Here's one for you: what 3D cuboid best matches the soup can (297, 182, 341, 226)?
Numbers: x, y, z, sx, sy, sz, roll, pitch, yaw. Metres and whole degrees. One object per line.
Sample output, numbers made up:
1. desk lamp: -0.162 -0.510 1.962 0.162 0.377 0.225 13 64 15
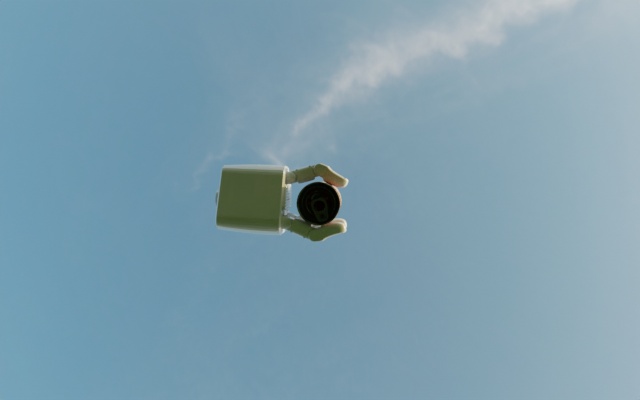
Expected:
1. soup can: 0.001 0.002 0.785 0.068 0.068 0.102 0 3 4
